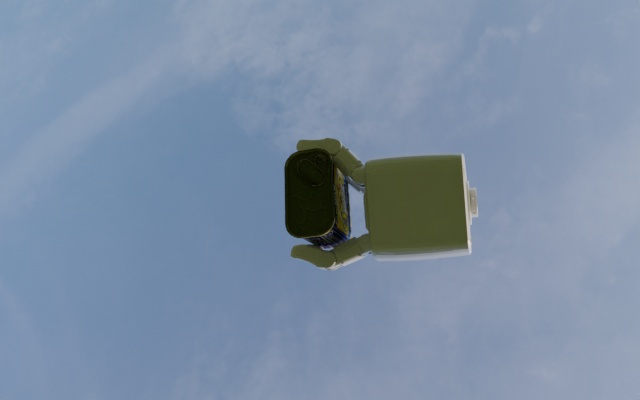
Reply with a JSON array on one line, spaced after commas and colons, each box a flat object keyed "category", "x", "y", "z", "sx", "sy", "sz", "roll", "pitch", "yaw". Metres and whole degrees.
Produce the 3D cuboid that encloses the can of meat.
[{"category": "can of meat", "x": 0.000, "y": 0.002, "z": 0.561, "sx": 0.057, "sy": 0.102, "sz": 0.084, "roll": -8, "pitch": -18, "yaw": 17}]
